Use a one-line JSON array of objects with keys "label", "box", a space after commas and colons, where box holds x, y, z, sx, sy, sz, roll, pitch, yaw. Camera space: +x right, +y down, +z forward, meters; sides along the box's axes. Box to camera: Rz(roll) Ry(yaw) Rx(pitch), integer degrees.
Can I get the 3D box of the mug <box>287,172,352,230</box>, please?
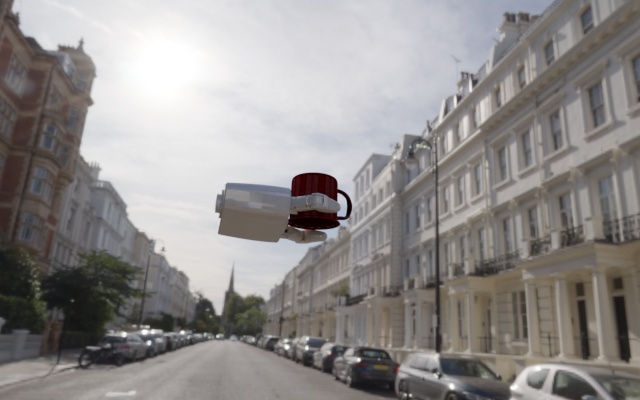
[{"label": "mug", "box": [0.002, 0.003, 0.826, 0.117, 0.081, 0.093, 7, -17, -15]}]
